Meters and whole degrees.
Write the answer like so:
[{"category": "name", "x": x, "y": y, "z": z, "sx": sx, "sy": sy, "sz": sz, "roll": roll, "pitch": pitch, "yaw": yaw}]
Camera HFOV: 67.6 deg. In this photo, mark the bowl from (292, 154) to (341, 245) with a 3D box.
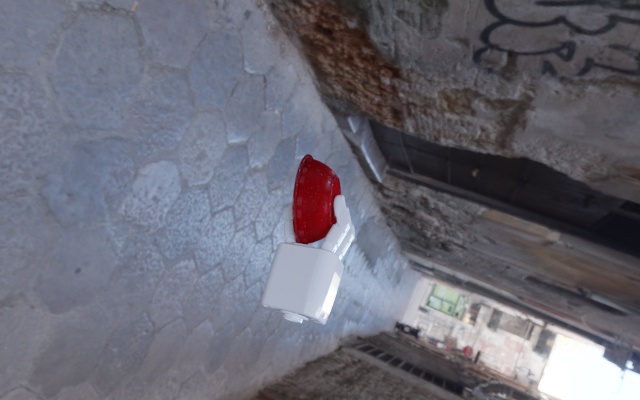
[{"category": "bowl", "x": 0.001, "y": 0.001, "z": 0.814, "sx": 0.055, "sy": 0.162, "sz": 0.162, "roll": 3, "pitch": 1, "yaw": 13}]
